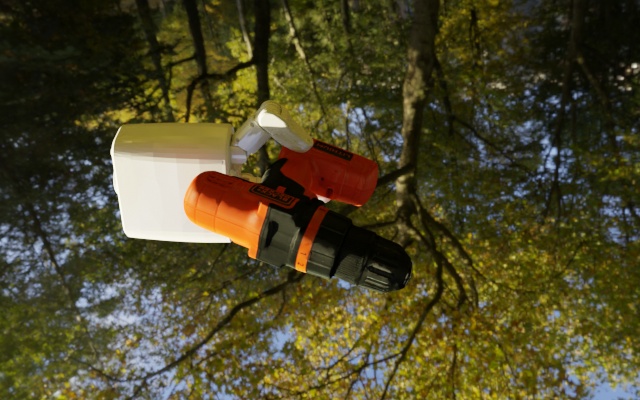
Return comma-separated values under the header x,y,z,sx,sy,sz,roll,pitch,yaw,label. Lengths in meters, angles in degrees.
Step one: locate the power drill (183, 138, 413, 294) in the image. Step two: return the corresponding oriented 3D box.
x,y,z,sx,sy,sz,roll,pitch,yaw,label
0.000,0.001,0.429,0.184,0.057,0.187,22,23,8,power drill
